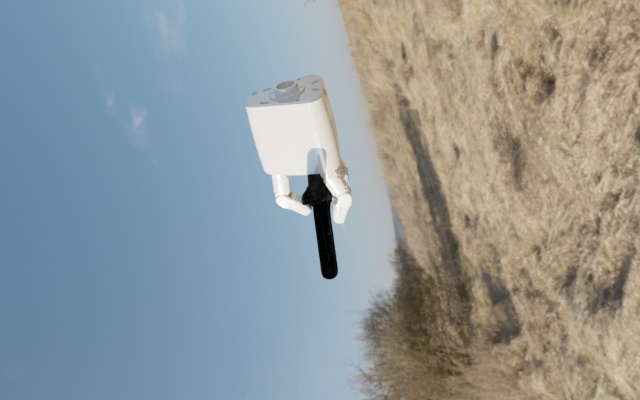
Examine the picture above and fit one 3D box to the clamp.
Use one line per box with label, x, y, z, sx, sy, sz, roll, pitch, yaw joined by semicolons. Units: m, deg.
clamp;-0.001;0.002;0.720;0.036;0.165;0.209;-8;35;5
